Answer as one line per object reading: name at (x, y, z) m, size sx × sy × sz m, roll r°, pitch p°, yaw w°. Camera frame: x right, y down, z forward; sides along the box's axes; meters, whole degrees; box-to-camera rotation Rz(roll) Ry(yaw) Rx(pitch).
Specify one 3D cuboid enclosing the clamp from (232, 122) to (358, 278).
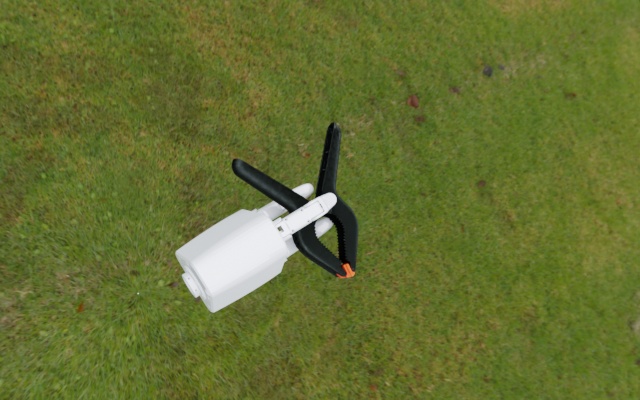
clamp at (0.000, 0.003, 0.643) m, size 0.164 × 0.210 × 0.036 m, roll -32°, pitch 2°, yaw -23°
